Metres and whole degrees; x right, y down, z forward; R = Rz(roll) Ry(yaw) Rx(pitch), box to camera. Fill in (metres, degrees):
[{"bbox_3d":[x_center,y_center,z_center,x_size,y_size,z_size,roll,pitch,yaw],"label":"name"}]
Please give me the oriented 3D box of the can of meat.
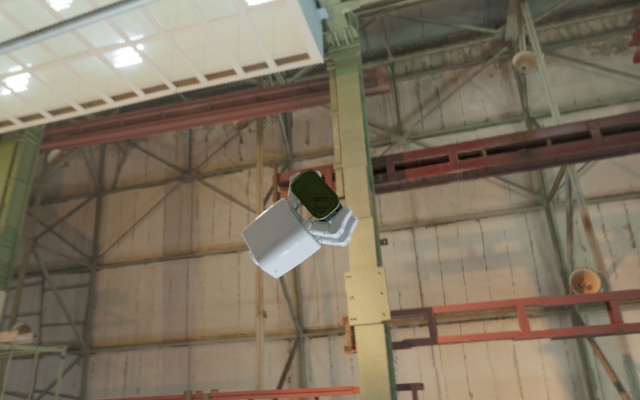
[{"bbox_3d":[0.000,0.003,0.889,0.057,0.102,0.084,-41,-28,-2],"label":"can of meat"}]
